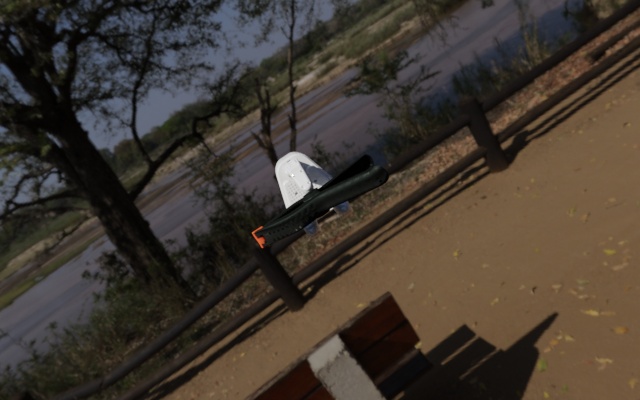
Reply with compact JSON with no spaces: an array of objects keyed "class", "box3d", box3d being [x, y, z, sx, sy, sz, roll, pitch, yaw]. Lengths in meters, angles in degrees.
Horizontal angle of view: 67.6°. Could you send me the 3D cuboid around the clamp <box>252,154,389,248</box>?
[{"class":"clamp","box3d":[-0.001,0.002,0.660,0.210,0.036,0.164,-33,9,-1]}]
